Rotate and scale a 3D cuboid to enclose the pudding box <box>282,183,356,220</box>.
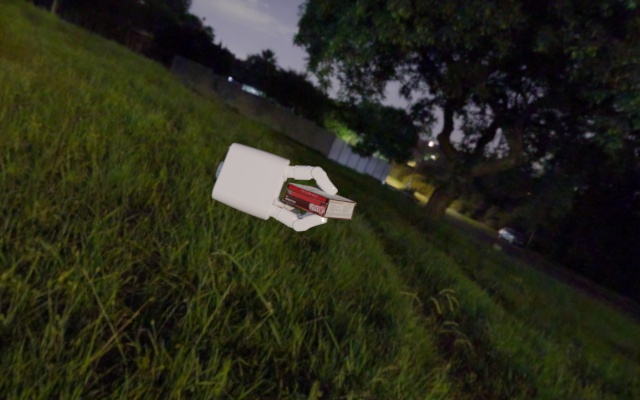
[{"bbox_3d":[0.000,0.003,0.854,0.090,0.039,0.113,23,9,28],"label":"pudding box"}]
